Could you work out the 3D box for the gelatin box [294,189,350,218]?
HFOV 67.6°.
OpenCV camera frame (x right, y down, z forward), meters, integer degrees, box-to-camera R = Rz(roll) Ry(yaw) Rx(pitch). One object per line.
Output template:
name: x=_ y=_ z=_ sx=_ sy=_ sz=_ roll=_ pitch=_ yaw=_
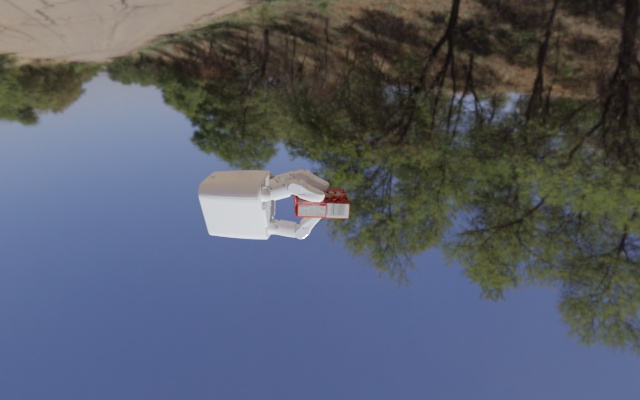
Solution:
gelatin box: x=0.000 y=0.003 z=0.803 sx=0.089 sy=0.030 sz=0.073 roll=2 pitch=20 yaw=-6
